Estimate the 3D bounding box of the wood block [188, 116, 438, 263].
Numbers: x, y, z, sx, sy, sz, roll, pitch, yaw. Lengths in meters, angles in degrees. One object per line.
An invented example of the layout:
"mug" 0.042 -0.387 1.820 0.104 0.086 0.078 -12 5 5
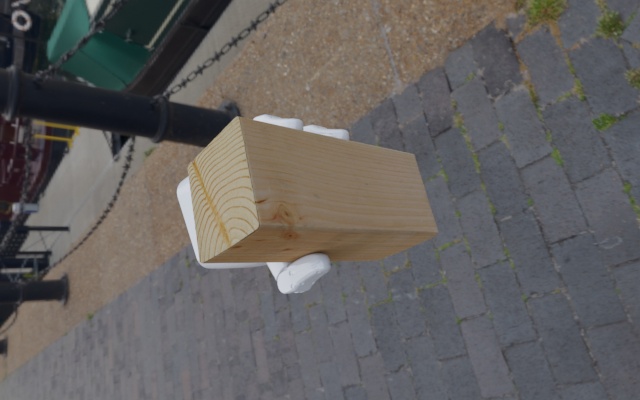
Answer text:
"wood block" 0.000 0.002 0.430 0.206 0.090 0.090 5 -26 -41
